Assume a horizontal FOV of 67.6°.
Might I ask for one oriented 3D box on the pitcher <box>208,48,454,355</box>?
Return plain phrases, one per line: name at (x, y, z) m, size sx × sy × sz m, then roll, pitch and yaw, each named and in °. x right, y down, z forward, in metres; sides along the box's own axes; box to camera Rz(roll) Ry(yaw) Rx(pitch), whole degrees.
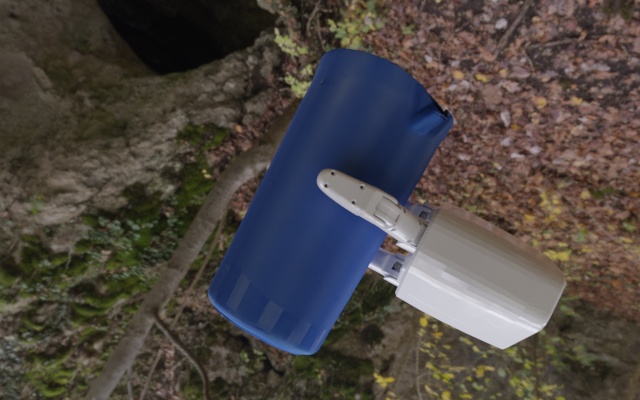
pitcher at (0.000, 0.001, 0.431) m, size 0.145 × 0.243 × 0.149 m, roll 28°, pitch -7°, yaw 12°
